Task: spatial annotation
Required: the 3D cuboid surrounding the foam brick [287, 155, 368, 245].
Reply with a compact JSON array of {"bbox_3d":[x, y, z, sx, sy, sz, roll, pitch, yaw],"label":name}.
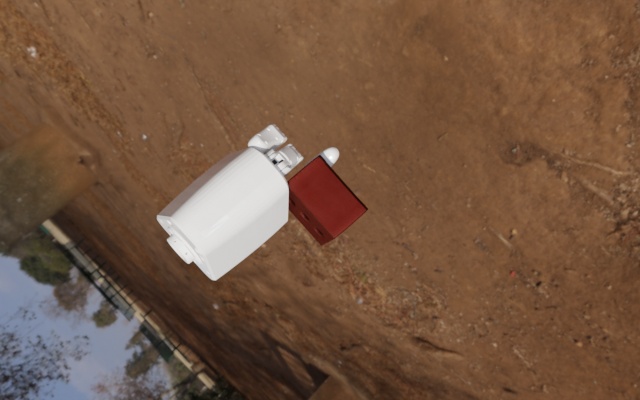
[{"bbox_3d":[0.000,0.002,0.511,0.051,0.078,0.053,-43,1,-22],"label":"foam brick"}]
